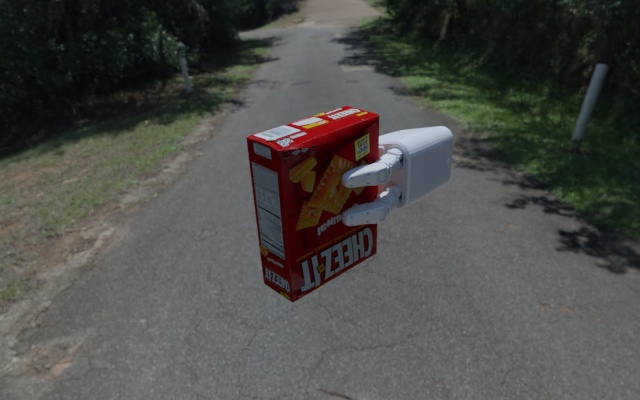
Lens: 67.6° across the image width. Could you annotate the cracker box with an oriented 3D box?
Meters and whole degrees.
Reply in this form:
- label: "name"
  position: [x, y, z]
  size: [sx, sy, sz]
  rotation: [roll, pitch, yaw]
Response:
- label: "cracker box"
  position: [0.000, 0.002, 0.622]
  size: [0.164, 0.214, 0.072]
  rotation: [-24, 34, -35]
